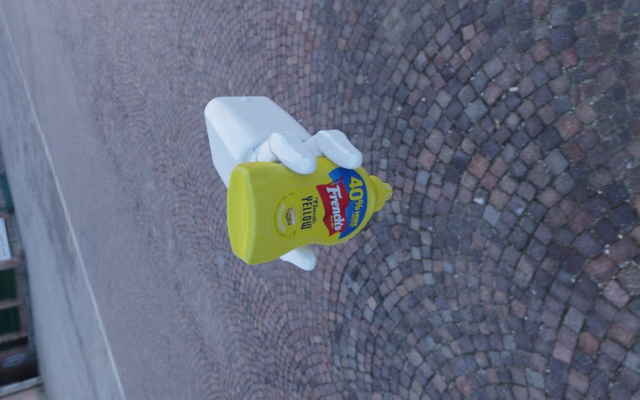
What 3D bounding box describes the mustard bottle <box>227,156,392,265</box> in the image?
[{"bbox_3d":[0.000,0.002,0.500,0.191,0.096,0.058,-9,19,-35],"label":"mustard bottle"}]
